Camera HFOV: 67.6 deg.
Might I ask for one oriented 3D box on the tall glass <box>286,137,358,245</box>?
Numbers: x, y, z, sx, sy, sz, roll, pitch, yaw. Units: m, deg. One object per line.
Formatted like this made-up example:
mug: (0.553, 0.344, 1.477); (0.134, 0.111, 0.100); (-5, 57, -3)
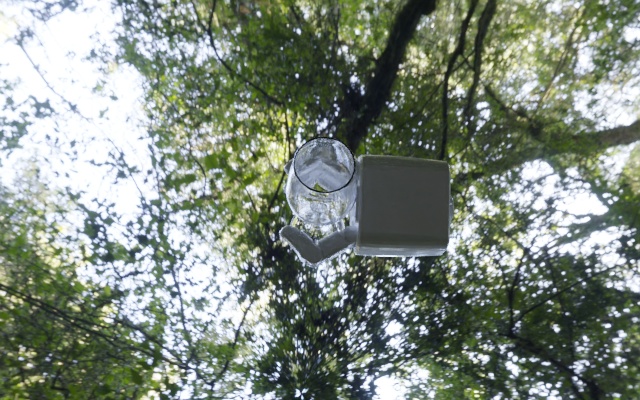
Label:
tall glass: (0.000, 0.002, 0.555); (0.079, 0.079, 0.201); (0, -22, -2)
